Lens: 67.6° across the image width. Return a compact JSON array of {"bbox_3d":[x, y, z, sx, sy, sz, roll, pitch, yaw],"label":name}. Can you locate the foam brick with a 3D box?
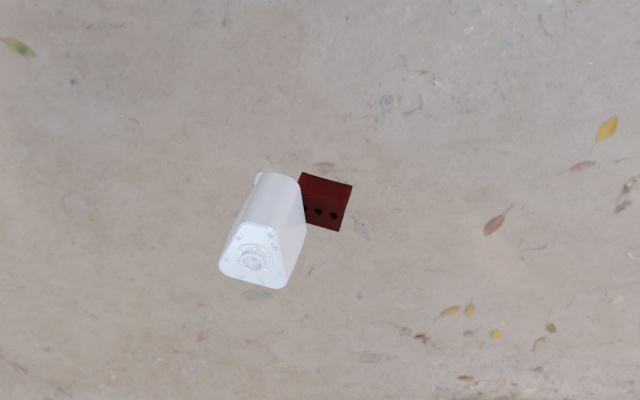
[{"bbox_3d":[0.000,0.002,0.684,0.078,0.053,0.051,15,38,2],"label":"foam brick"}]
